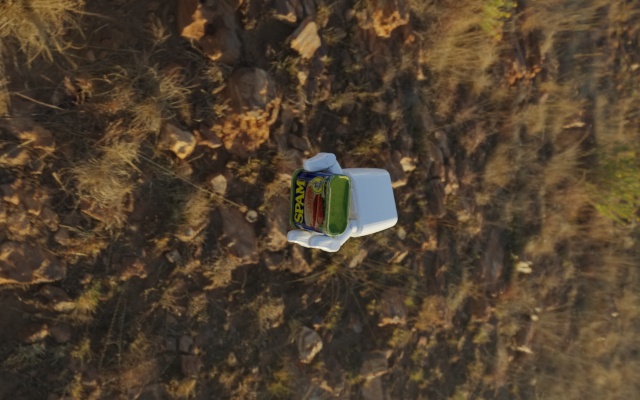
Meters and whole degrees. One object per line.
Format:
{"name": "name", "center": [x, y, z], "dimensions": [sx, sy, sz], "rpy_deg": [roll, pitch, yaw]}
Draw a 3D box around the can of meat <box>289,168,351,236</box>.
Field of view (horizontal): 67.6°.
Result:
{"name": "can of meat", "center": [0.000, 0.002, 0.766], "dimensions": [0.084, 0.102, 0.057], "rpy_deg": [11, 10, 43]}
